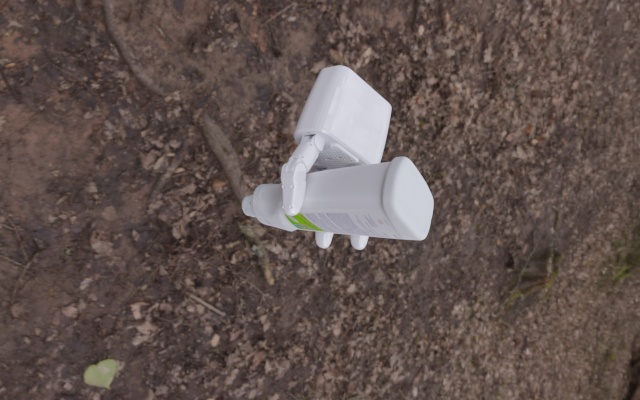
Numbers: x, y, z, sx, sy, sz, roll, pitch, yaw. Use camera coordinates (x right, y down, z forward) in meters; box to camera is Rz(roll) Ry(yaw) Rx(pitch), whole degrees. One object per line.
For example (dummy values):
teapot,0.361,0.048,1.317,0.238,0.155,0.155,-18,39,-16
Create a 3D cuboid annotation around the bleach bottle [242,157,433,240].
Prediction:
bleach bottle,0.000,0.002,0.576,0.251,0.068,0.103,-1,-30,35
